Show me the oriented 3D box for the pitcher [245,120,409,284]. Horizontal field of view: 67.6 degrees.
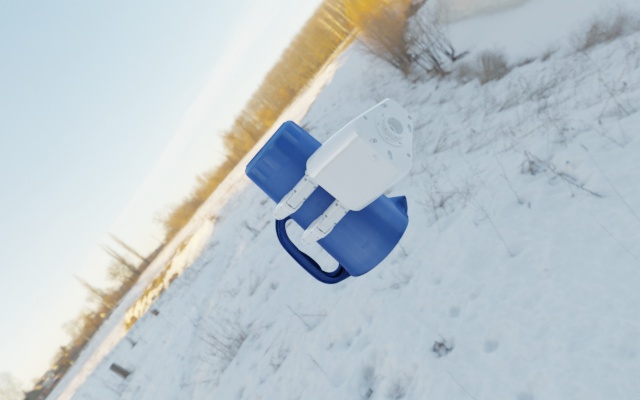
[{"bbox_3d":[0.000,0.002,0.730,0.145,0.243,0.149,-39,14,46],"label":"pitcher"}]
